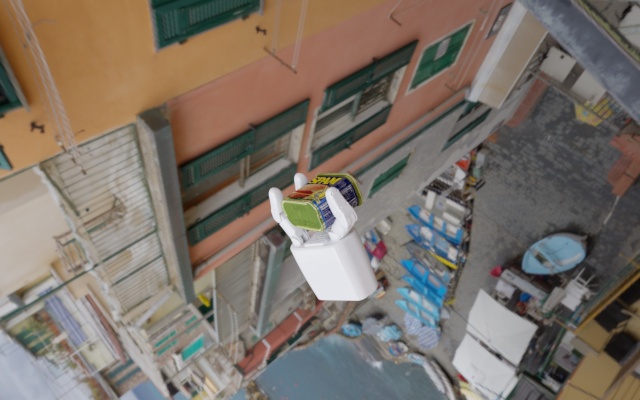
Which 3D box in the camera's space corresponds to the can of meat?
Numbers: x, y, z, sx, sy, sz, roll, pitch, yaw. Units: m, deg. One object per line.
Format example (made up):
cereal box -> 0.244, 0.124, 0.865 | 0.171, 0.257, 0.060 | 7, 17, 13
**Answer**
can of meat -> 0.000, 0.003, 0.732 | 0.084, 0.057, 0.102 | -35, 23, -29
